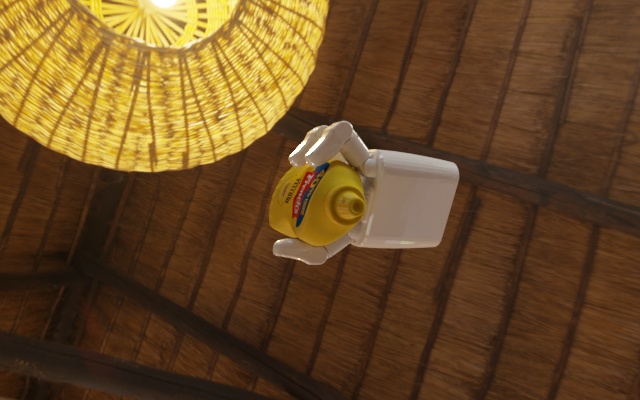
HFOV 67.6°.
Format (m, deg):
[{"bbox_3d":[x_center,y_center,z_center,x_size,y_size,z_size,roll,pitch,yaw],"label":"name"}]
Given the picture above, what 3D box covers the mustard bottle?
[{"bbox_3d":[0.000,0.002,0.534,0.058,0.096,0.191,30,-8,-20],"label":"mustard bottle"}]
